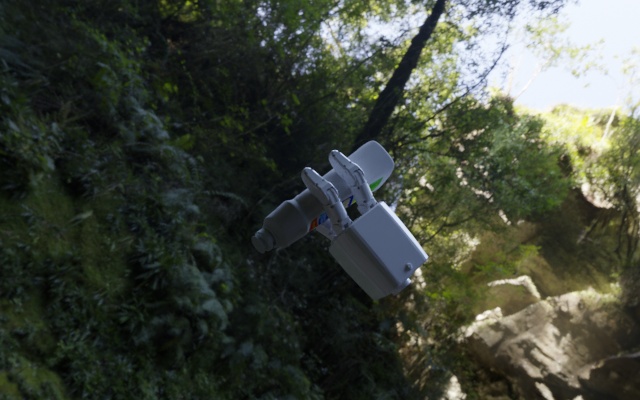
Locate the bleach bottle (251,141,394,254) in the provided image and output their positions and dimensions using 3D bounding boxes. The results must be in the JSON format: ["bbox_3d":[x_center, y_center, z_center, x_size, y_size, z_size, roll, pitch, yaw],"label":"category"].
[{"bbox_3d":[0.000,0.002,0.719,0.250,0.068,0.103,-35,-10,-31],"label":"bleach bottle"}]
